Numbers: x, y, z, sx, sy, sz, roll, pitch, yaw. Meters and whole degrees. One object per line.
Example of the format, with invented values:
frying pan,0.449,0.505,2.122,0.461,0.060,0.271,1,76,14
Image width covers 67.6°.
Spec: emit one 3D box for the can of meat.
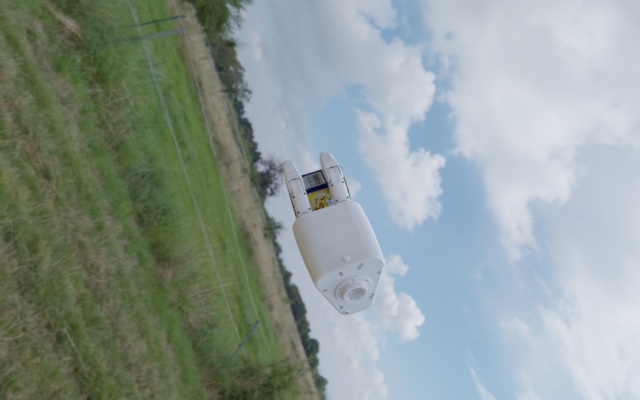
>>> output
can of meat,0.000,0.002,0.714,0.084,0.102,0.057,-17,40,-5
